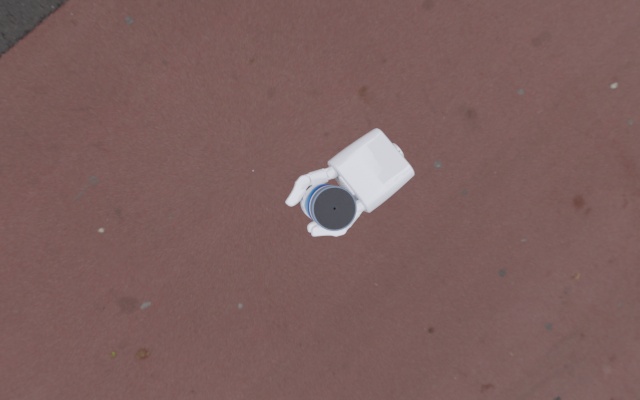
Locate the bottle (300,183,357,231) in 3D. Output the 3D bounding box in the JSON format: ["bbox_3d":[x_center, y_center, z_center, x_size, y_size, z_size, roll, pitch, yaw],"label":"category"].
[{"bbox_3d":[0.000,0.003,0.838,0.069,0.069,0.295,0,4,-8],"label":"bottle"}]
